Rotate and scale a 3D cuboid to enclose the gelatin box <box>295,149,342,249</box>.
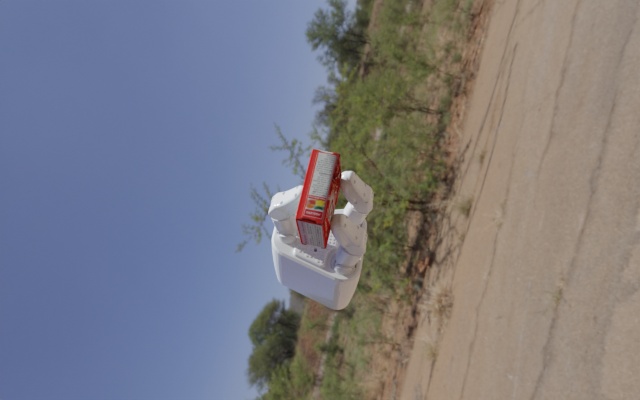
[{"bbox_3d":[0.000,0.001,0.477,0.030,0.073,0.089,11,-20,7],"label":"gelatin box"}]
